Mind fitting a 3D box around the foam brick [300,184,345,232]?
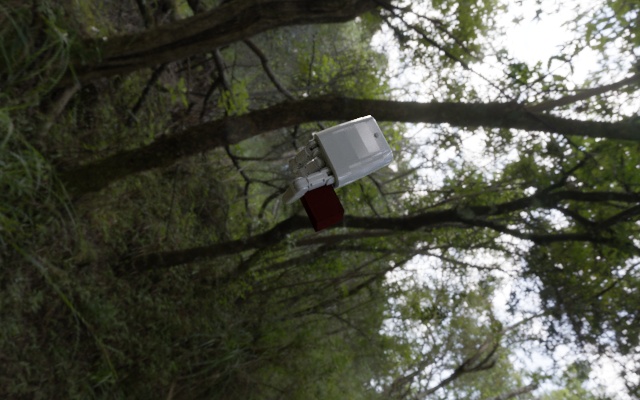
[{"bbox_3d":[0.000,0.003,0.795,0.051,0.078,0.053,-22,-18,-11],"label":"foam brick"}]
